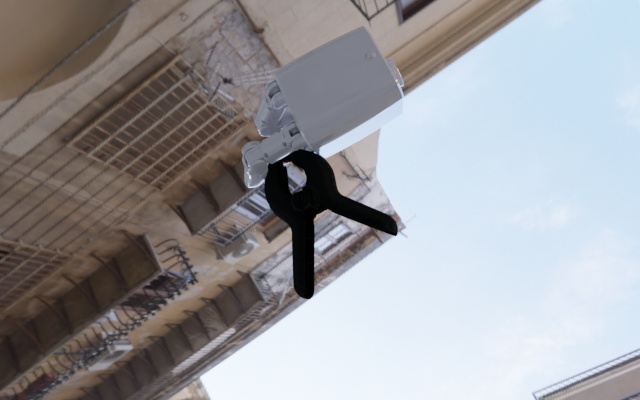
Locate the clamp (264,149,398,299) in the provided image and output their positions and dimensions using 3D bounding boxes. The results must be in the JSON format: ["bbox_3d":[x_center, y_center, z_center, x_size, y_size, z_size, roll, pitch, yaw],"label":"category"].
[{"bbox_3d":[0.000,0.002,0.495,0.120,0.171,0.039,-27,-22,8],"label":"clamp"}]
